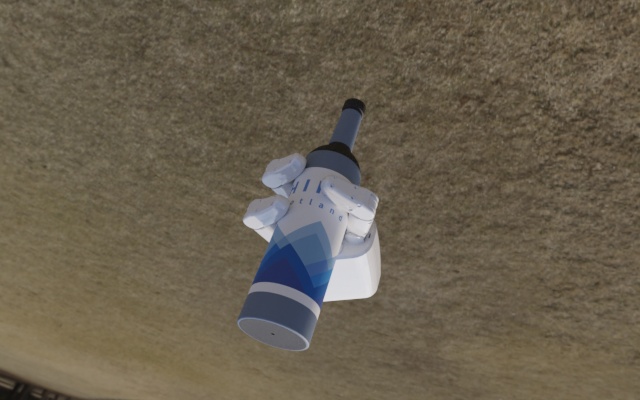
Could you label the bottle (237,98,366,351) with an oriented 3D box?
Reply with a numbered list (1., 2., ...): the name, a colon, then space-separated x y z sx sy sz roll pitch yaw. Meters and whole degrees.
1. bottle: 0.000 0.002 0.495 0.069 0.295 0.069 14 -34 9
